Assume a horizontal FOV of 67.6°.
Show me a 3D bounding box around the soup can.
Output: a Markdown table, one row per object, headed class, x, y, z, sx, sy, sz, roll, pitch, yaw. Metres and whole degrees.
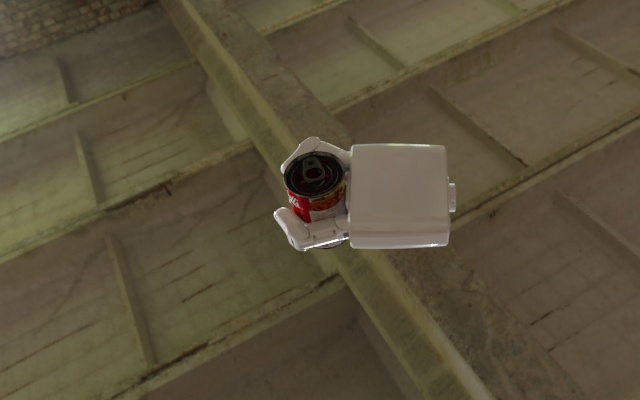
| class | x | y | z | sx | sy | sz | roll | pitch | yaw |
| --- | --- | --- | --- | --- | --- | --- | --- | --- | --- |
| soup can | 0.000 | 0.002 | 0.557 | 0.068 | 0.068 | 0.102 | 0 | -39 | 11 |
